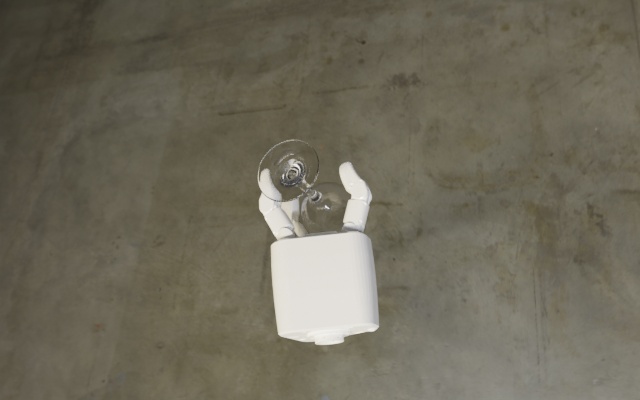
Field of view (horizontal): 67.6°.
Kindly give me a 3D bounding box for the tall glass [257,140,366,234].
[{"bbox_3d":[0.000,0.002,0.606,0.079,0.079,0.201,0,-20,23],"label":"tall glass"}]
